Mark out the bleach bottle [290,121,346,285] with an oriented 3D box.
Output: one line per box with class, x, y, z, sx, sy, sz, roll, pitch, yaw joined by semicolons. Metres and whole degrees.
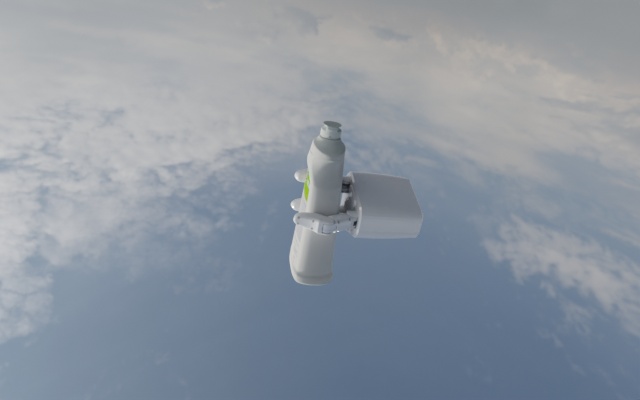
bleach bottle;0.000;0.002;0.749;0.068;0.251;0.102;3;27;-13
